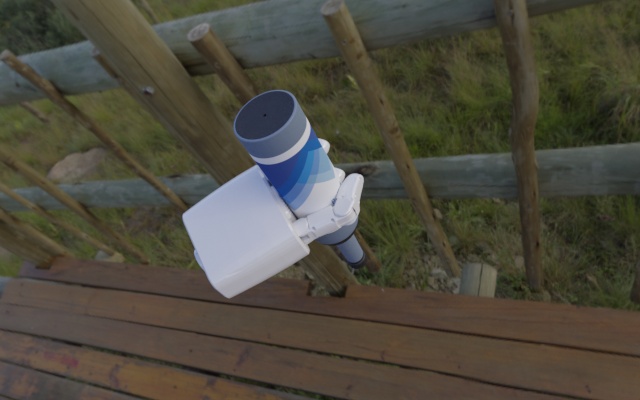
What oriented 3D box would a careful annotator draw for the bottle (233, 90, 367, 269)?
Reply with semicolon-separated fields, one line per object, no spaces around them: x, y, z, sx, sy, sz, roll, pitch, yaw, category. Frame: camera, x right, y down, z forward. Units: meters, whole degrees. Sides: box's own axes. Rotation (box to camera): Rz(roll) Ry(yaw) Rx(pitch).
0.000;0.002;0.558;0.069;0.069;0.296;0;-34;26;bottle
